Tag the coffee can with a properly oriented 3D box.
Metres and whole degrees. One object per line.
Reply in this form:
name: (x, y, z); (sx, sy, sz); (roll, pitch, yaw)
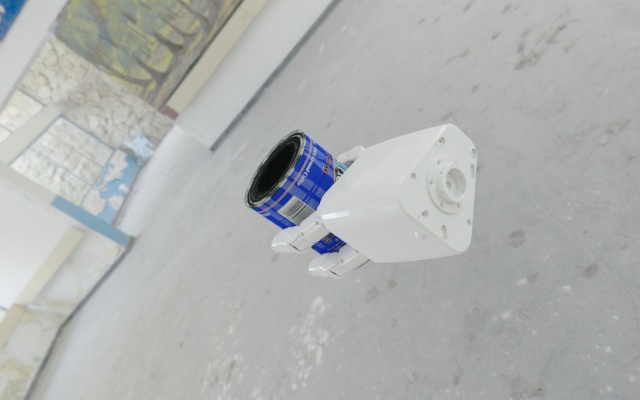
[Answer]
coffee can: (0.000, 0.002, 0.545); (0.140, 0.102, 0.103); (36, -16, -24)
